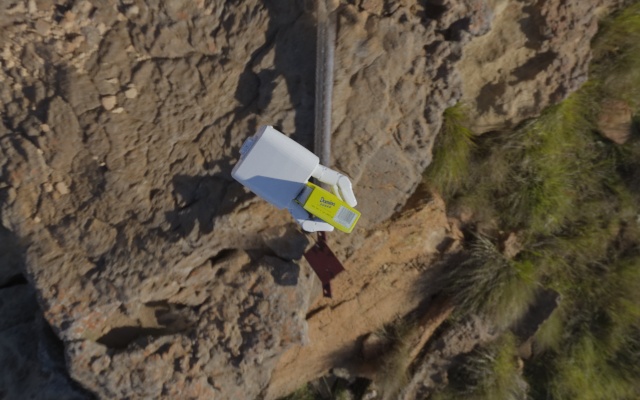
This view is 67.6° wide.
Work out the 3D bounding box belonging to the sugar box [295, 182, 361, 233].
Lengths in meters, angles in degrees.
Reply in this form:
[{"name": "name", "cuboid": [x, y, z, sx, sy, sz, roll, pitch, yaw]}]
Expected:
[{"name": "sugar box", "cuboid": [0.000, 0.002, 0.849, 0.093, 0.048, 0.176, 31, 3, -16]}]
